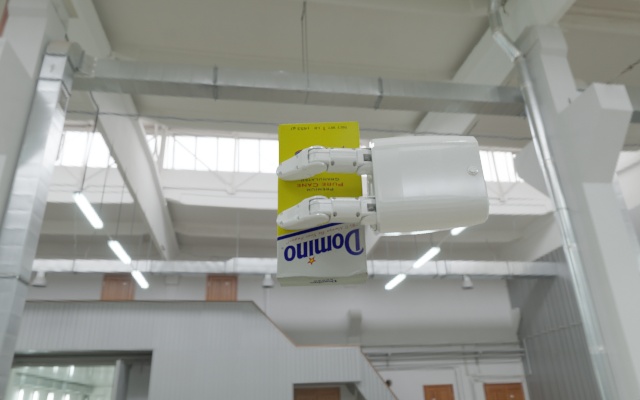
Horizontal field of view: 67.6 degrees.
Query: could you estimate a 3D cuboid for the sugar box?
[{"bbox_3d":[0.000,0.001,0.516,0.093,0.176,0.048,-3,-24,1],"label":"sugar box"}]
